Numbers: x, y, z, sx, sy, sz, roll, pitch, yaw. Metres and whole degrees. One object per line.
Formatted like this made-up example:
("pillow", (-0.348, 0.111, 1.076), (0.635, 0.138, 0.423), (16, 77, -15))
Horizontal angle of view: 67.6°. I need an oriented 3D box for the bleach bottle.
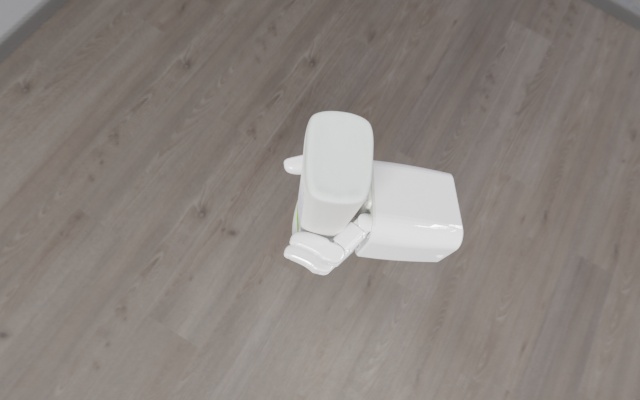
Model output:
("bleach bottle", (0.000, 0.002, 0.567), (0.068, 0.102, 0.251), (6, -21, -7))
